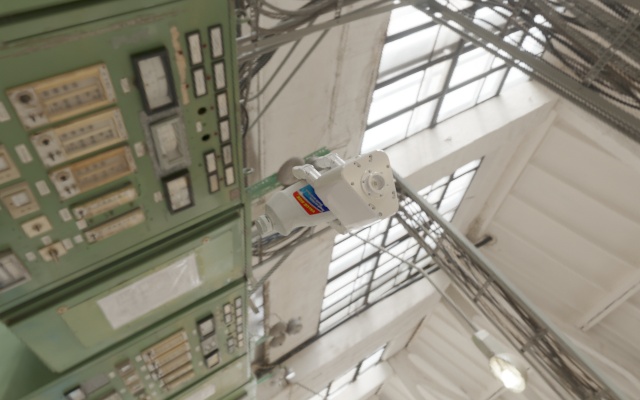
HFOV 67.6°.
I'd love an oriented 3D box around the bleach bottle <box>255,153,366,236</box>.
[{"bbox_3d":[0.000,0.003,0.870,0.251,0.102,0.068,-26,-1,-25],"label":"bleach bottle"}]
